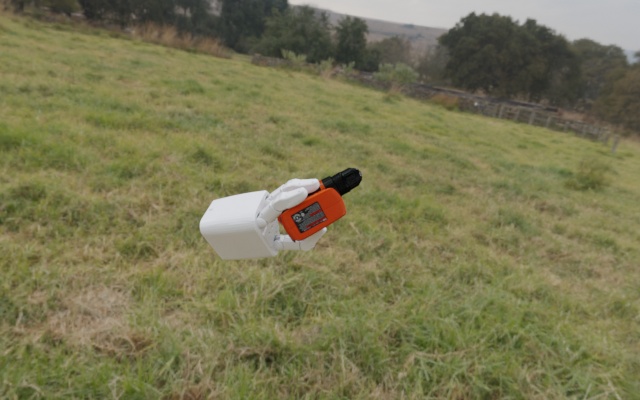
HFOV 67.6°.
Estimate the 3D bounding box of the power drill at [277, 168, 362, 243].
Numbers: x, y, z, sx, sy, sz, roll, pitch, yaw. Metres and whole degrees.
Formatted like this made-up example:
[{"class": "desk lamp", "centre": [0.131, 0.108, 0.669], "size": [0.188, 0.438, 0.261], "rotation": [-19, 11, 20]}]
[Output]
[{"class": "power drill", "centre": [0.000, 0.003, 0.853], "size": [0.184, 0.057, 0.187], "rotation": [-31, 7, 3]}]
